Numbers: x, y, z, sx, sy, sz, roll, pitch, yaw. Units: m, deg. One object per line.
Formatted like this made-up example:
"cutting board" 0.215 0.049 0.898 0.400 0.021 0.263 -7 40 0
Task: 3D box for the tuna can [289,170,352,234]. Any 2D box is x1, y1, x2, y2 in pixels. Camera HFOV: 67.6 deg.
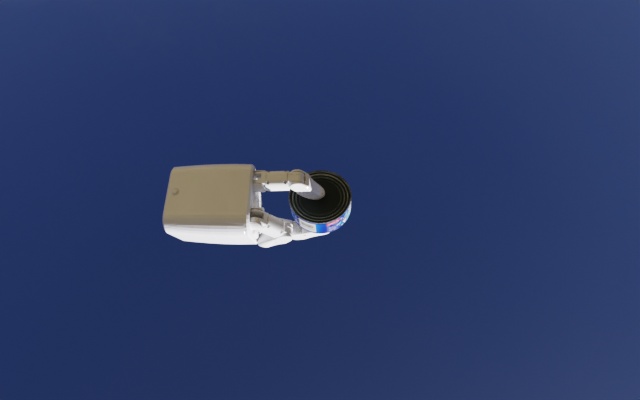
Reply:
"tuna can" 0.000 0.002 0.661 0.086 0.086 0.034 0 -32 3
